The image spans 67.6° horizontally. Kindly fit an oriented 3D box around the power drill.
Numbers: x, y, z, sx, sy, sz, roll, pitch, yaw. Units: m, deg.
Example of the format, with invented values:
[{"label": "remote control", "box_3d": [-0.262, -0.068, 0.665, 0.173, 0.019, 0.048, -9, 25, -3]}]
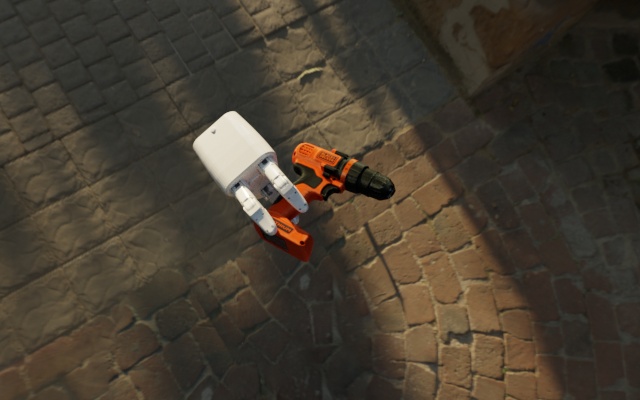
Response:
[{"label": "power drill", "box_3d": [0.000, 0.003, 0.747, 0.184, 0.187, 0.057, 24, -31, 26]}]
